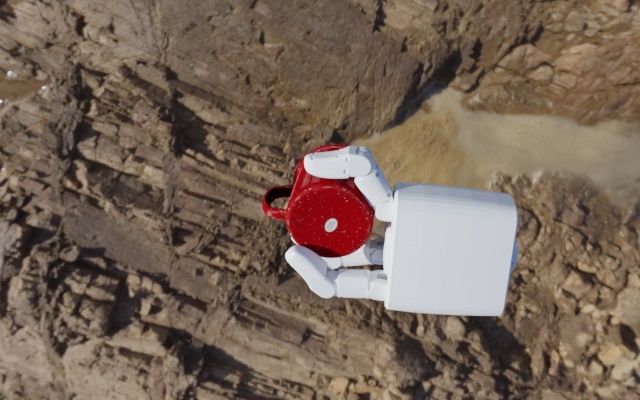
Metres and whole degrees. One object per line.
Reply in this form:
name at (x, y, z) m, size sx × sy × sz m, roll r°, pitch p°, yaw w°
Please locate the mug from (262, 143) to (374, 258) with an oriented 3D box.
mug at (-0.001, 0.001, 0.468) m, size 0.117 × 0.093 × 0.081 m, roll 3°, pitch 29°, yaw 6°
